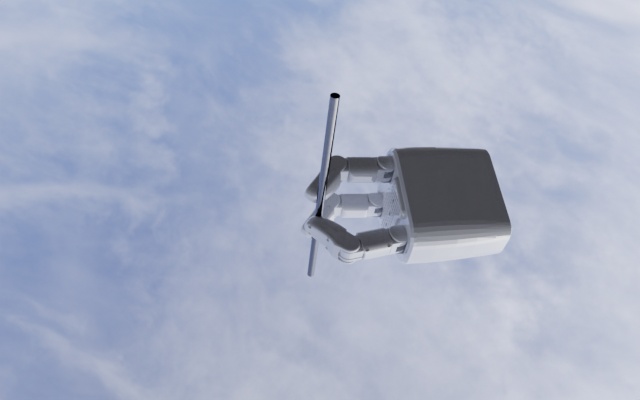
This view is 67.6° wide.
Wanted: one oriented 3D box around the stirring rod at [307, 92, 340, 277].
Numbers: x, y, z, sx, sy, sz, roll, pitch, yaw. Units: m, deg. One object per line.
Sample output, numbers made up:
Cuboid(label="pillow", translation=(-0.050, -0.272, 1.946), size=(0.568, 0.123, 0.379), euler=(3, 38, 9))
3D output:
Cuboid(label="stirring rod", translation=(0.000, 0.001, 0.452), size=(0.011, 0.011, 0.240), euler=(0, -43, -7))
